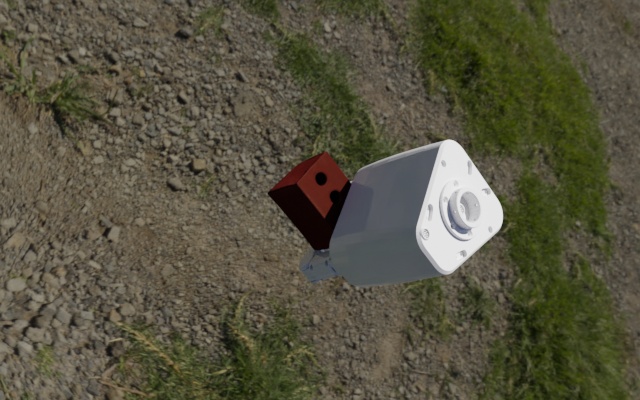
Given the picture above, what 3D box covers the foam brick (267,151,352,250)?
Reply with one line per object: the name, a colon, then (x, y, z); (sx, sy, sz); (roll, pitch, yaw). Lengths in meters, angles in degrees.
foam brick: (0.000, 0.001, 0.463); (0.051, 0.078, 0.053); (-19, 25, 53)
